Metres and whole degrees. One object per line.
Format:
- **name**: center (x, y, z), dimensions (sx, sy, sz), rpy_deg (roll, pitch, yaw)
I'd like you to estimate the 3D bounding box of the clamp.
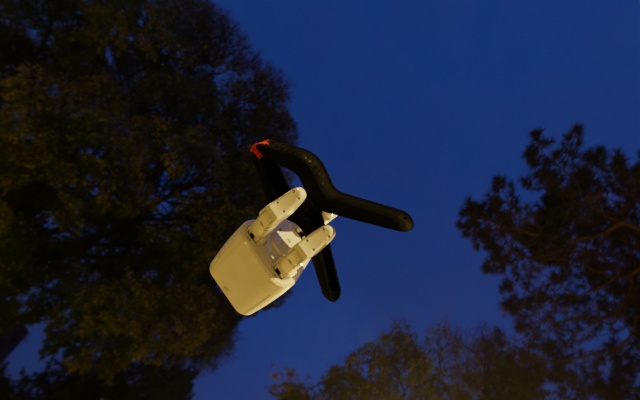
- **clamp**: center (0.000, 0.001, 0.559), dimensions (0.165, 0.210, 0.036), rpy_deg (-43, -9, 38)
